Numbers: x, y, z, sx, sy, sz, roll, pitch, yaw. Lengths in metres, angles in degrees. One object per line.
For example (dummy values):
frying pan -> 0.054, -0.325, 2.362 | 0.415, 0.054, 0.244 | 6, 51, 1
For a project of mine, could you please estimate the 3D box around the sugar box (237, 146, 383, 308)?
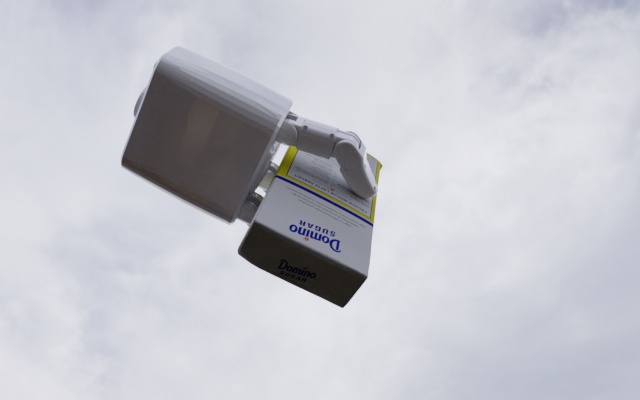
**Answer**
sugar box -> 0.000, 0.002, 0.412 | 0.093, 0.048, 0.176 | 28, 36, -6
